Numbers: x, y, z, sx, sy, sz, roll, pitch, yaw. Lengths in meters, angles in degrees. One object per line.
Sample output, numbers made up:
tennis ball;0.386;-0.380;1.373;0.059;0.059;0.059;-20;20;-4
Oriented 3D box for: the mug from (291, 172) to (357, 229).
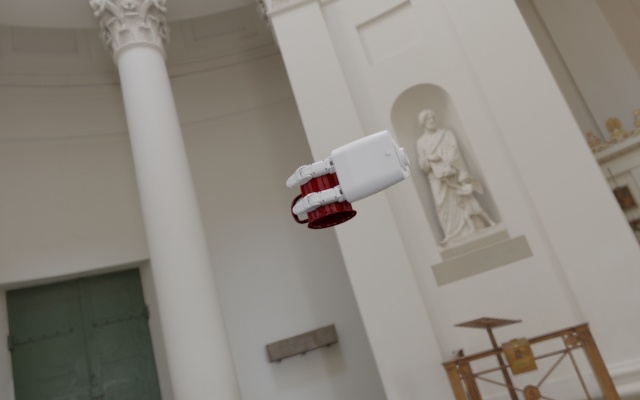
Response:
mug;-0.001;0.003;0.875;0.117;0.081;0.093;-21;-18;17
